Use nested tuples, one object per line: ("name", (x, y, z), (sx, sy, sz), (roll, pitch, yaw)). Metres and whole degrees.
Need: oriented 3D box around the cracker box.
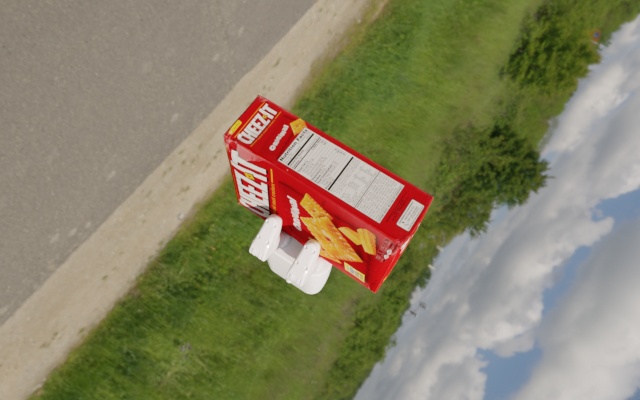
("cracker box", (0.000, 0.002, 0.540), (0.213, 0.072, 0.164), (32, -24, 11))
